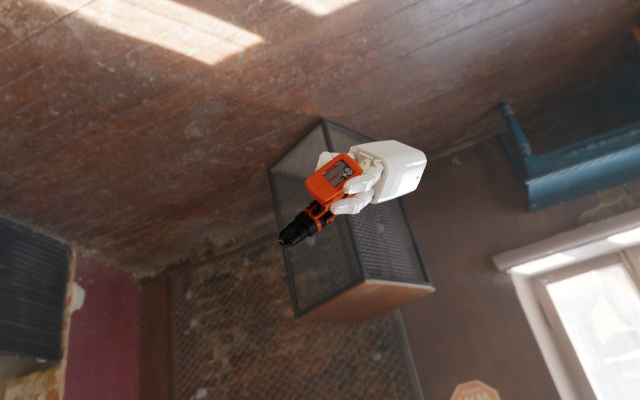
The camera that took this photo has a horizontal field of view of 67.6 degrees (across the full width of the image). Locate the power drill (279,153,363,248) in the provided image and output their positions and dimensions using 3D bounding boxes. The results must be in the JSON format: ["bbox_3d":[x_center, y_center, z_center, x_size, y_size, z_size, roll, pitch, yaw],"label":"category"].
[{"bbox_3d":[0.000,0.003,0.889,0.184,0.057,0.188,-39,-12,-22],"label":"power drill"}]
